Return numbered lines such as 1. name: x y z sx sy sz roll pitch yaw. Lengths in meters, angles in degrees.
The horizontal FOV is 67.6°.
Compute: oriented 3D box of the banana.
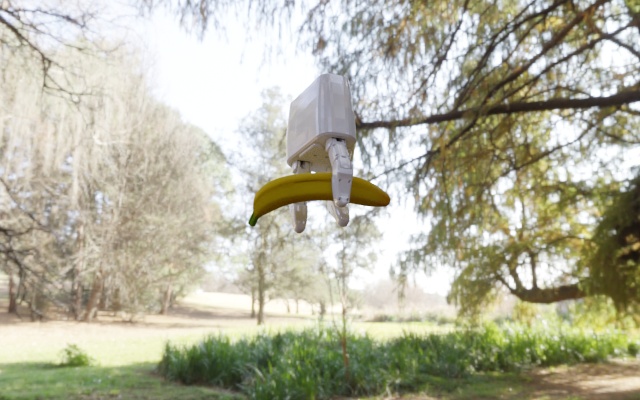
1. banana: -0.005 -0.009 0.636 0.198 0.037 0.070 -7 -37 2
